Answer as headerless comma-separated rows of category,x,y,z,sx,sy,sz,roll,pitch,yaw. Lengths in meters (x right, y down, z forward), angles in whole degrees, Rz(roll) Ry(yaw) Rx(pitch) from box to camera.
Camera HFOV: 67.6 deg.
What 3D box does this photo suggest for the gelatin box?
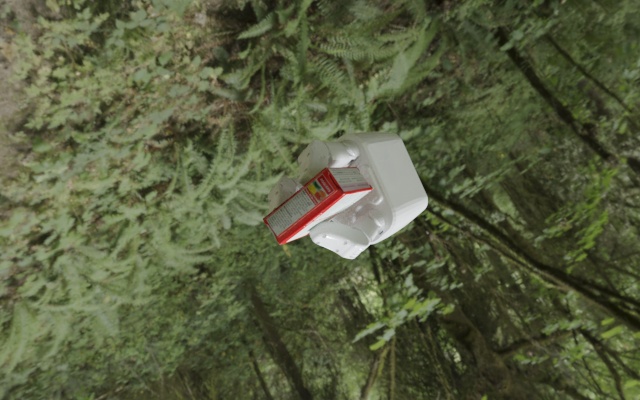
gelatin box,0.000,0.002,0.426,0.073,0.030,0.089,-38,-9,20
